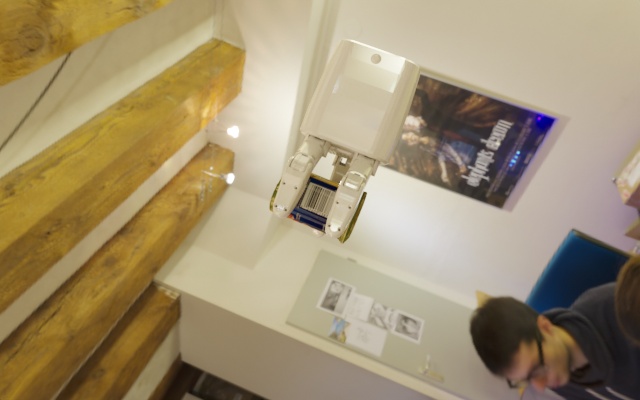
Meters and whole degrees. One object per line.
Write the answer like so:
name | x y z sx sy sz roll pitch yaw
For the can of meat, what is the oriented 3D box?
can of meat | 0.000 0.002 0.516 0.084 0.057 0.102 22 4 7
